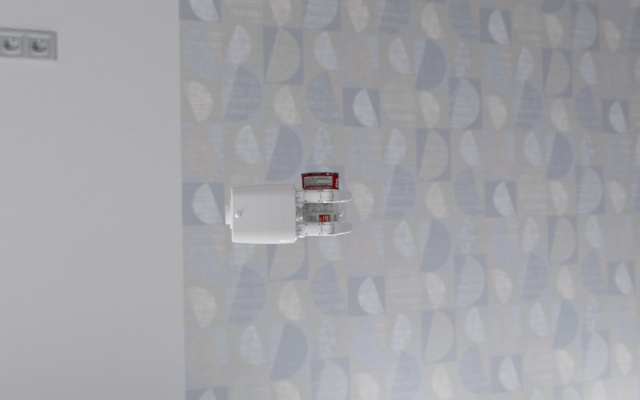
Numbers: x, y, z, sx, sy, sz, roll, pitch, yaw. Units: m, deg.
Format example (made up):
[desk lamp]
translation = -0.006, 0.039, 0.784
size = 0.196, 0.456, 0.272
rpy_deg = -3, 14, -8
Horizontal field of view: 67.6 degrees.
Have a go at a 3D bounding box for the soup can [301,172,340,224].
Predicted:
[soup can]
translation = 0.001, 0.003, 0.844
size = 0.068, 0.102, 0.068
rpy_deg = -1, -1, 0
